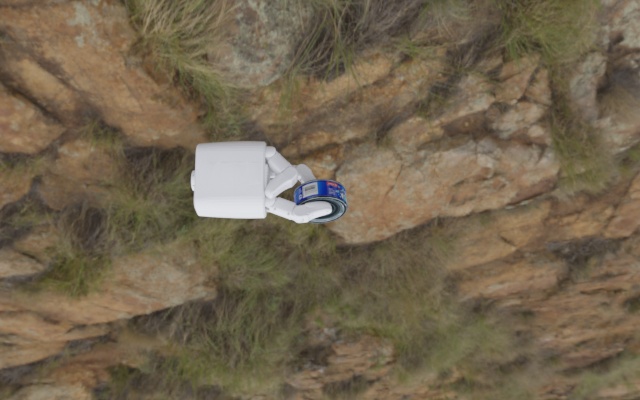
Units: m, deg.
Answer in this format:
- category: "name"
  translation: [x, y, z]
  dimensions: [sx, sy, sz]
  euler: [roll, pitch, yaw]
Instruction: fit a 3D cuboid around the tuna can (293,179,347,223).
- category: "tuna can"
  translation: [0.000, 0.003, 0.765]
  dimensions: [0.086, 0.033, 0.086]
  euler: [-3, -31, -2]
